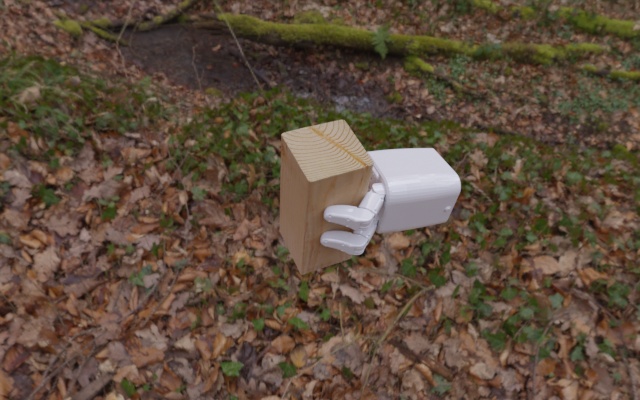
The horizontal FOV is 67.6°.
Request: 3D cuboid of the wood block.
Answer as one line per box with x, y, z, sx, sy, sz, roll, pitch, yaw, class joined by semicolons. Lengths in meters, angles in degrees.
0.000;0.002;0.663;0.090;0.090;0.206;-16;-37;-18;wood block
